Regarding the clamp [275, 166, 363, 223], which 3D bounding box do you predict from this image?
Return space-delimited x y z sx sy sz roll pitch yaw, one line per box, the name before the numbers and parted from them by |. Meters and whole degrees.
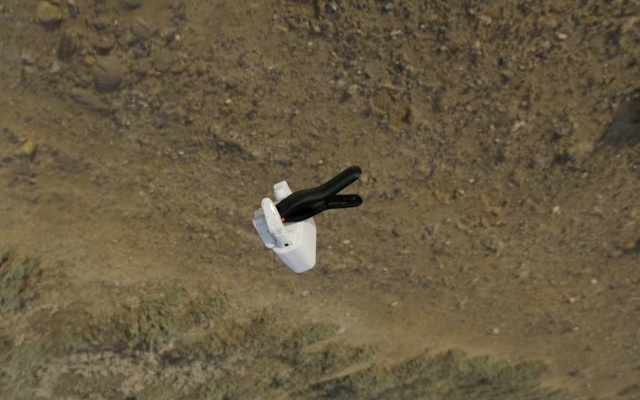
clamp | 0.000 0.003 0.835 0.171 0.039 0.120 -21 -33 5
